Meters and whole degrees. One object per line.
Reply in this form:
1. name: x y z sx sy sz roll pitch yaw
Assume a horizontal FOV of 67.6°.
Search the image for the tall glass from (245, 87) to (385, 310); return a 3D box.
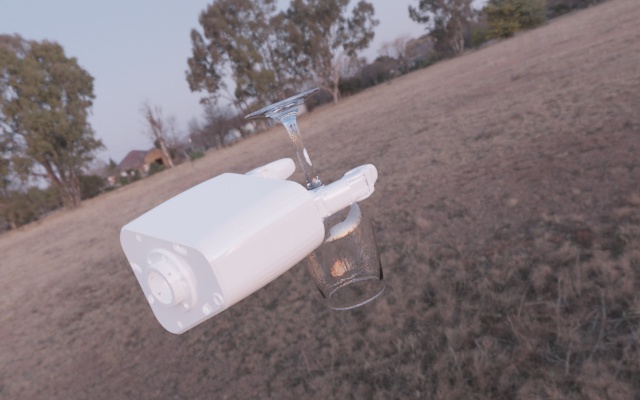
1. tall glass: 0.000 0.001 0.456 0.079 0.201 0.079 -21 11 4
